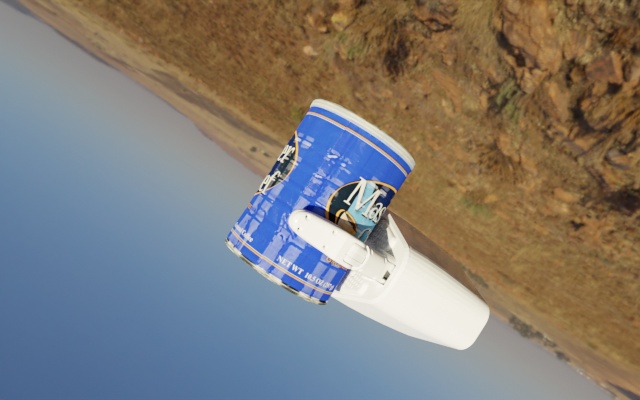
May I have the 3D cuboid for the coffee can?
[{"bbox_3d":[0.000,0.001,0.406,0.103,0.140,0.103,33,-1,0],"label":"coffee can"}]
